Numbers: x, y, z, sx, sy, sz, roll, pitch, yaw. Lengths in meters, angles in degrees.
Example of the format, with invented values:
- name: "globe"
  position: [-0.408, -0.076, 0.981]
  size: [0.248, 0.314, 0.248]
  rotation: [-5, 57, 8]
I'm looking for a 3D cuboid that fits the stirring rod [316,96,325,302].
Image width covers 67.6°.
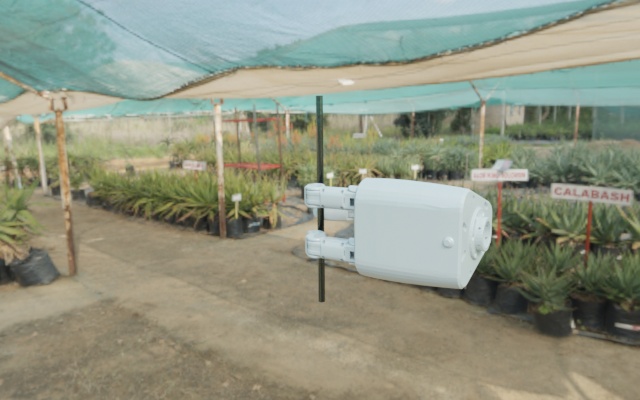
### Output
- name: "stirring rod"
  position: [0.000, 0.002, 0.552]
  size: [0.011, 0.239, 0.011]
  rotation: [-1, 9, 0]
